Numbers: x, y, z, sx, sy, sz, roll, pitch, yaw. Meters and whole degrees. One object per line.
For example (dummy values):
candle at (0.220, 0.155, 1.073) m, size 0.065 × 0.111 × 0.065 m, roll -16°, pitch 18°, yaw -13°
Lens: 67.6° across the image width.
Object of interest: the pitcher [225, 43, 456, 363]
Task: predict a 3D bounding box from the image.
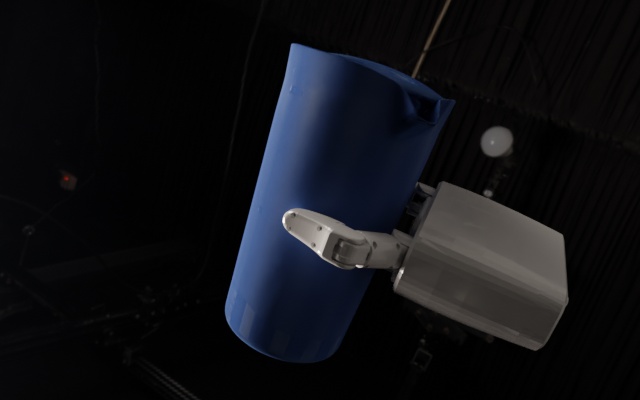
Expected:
pitcher at (0.000, 0.001, 0.406) m, size 0.145 × 0.243 × 0.149 m, roll 23°, pitch 15°, yaw 12°
